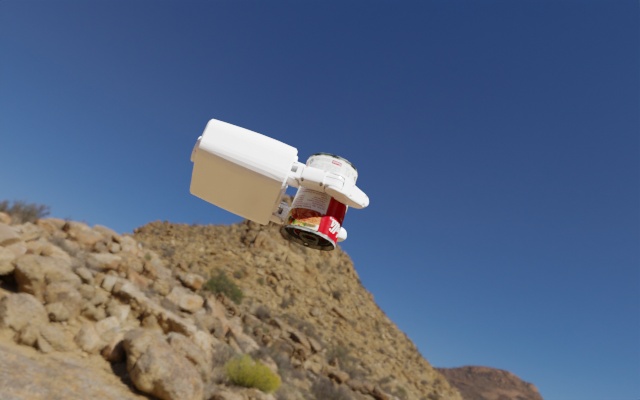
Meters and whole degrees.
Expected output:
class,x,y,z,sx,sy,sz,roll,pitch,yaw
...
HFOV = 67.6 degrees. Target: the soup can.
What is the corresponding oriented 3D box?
class,x,y,z,sx,sy,sz,roll,pitch,yaw
soup can,0.001,0.002,0.585,0.068,0.102,0.068,16,-21,7
